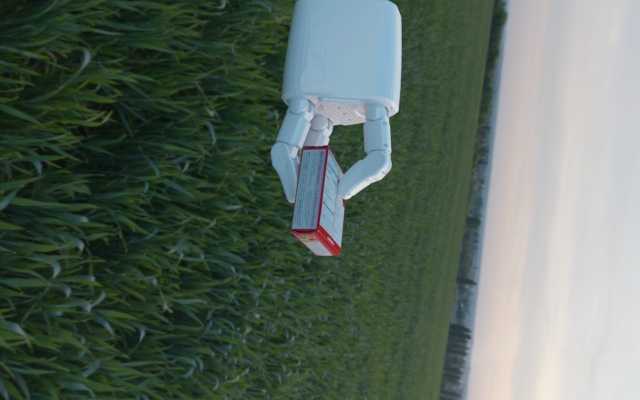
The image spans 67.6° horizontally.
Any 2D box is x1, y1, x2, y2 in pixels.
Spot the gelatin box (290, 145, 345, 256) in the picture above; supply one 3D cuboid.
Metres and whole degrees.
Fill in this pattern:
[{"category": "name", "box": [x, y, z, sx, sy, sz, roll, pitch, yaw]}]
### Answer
[{"category": "gelatin box", "box": [0.000, 0.002, 0.465, 0.030, 0.089, 0.073, -2, -23, 18]}]
